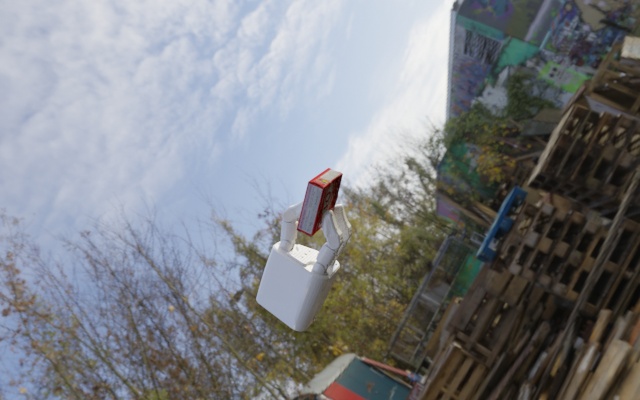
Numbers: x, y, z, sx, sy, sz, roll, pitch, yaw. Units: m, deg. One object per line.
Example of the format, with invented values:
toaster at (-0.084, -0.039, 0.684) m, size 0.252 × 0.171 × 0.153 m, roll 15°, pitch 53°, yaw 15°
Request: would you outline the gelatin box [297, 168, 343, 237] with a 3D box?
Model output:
gelatin box at (0.000, 0.002, 0.741) m, size 0.030 × 0.089 × 0.073 m, roll 23°, pitch 28°, yaw 18°
